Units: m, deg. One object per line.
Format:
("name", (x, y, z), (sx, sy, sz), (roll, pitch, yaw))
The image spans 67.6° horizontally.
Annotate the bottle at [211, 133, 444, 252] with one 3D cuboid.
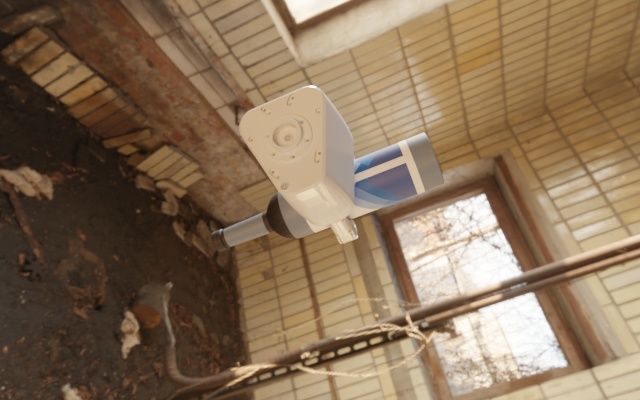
("bottle", (0.000, 0.002, 0.593), (0.296, 0.069, 0.069), (-21, -4, 10))
